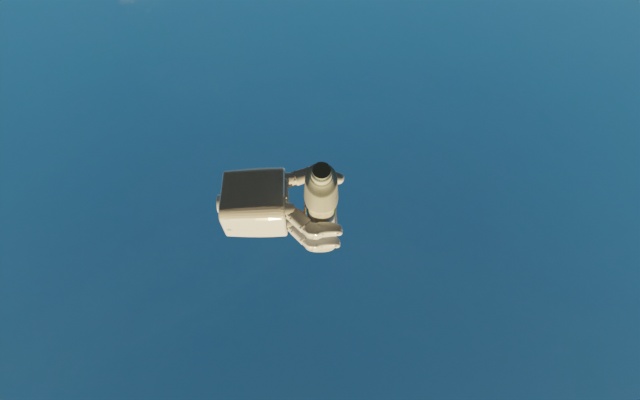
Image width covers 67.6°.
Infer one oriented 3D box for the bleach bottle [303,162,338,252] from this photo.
[{"bbox_3d":[0.000,0.003,0.808,0.068,0.102,0.251,-2,-26,-1],"label":"bleach bottle"}]
